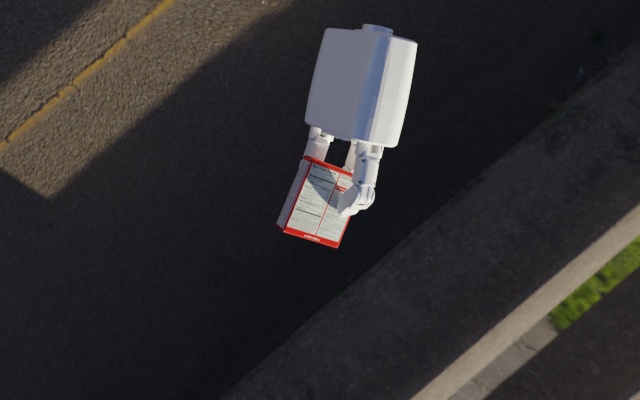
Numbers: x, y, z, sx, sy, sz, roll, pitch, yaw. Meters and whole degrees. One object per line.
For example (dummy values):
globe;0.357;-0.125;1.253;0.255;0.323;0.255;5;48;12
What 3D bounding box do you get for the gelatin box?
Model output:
gelatin box;0.000;0.002;0.546;0.073;0.089;0.030;19;6;-27
